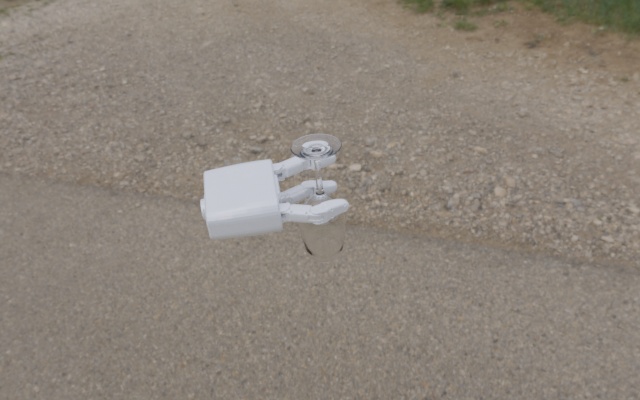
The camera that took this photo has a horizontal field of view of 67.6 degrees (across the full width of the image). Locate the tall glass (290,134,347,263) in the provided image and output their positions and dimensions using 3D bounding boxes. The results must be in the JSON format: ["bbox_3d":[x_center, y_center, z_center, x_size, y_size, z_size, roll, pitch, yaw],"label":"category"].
[{"bbox_3d":[0.000,0.002,0.743,0.079,0.201,0.079,-3,35,2],"label":"tall glass"}]
